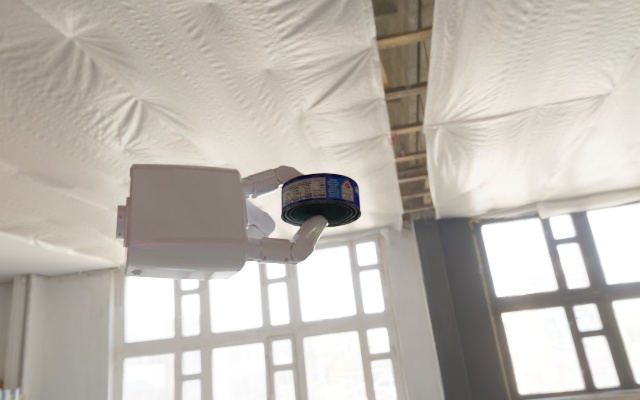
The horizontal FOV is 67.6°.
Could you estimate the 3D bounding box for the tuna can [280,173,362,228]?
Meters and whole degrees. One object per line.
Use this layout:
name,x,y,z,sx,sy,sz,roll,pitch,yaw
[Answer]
tuna can,0.000,0.001,0.511,0.086,0.033,0.086,-2,-20,-1
